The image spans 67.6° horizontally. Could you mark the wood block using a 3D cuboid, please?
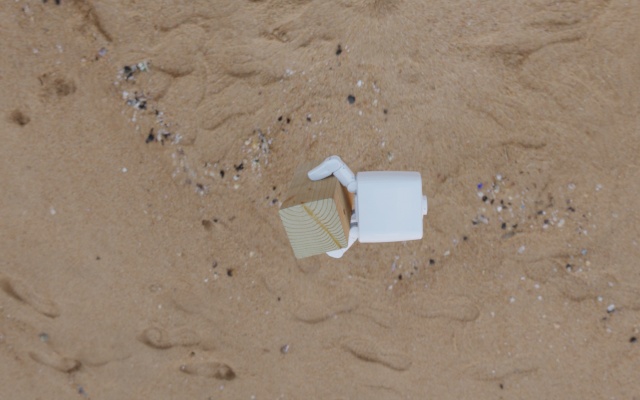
[{"bbox_3d":[0.000,0.002,0.828,0.090,0.091,0.206,-13,21,12],"label":"wood block"}]
